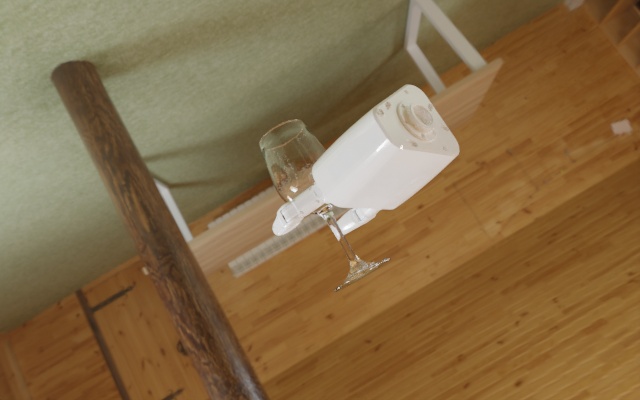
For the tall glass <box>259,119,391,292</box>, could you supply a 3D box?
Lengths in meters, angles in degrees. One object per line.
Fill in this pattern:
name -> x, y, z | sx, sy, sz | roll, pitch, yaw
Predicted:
tall glass -> 0.000, 0.003, 0.568 | 0.079, 0.201, 0.079 | -29, -13, -7
